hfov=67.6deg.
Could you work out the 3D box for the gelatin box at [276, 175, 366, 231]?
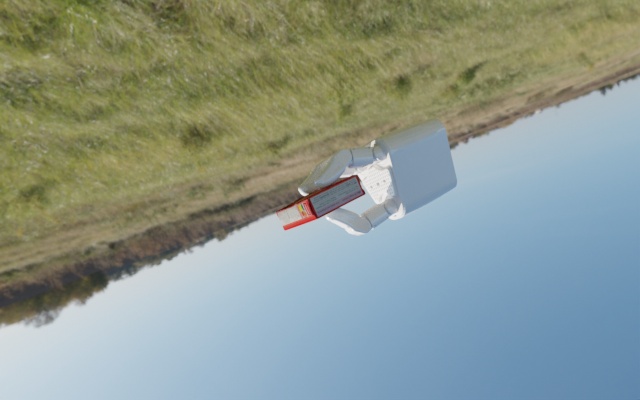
[{"bbox_3d":[0.000,0.002,0.594,0.089,0.030,0.073,-27,4,-38],"label":"gelatin box"}]
